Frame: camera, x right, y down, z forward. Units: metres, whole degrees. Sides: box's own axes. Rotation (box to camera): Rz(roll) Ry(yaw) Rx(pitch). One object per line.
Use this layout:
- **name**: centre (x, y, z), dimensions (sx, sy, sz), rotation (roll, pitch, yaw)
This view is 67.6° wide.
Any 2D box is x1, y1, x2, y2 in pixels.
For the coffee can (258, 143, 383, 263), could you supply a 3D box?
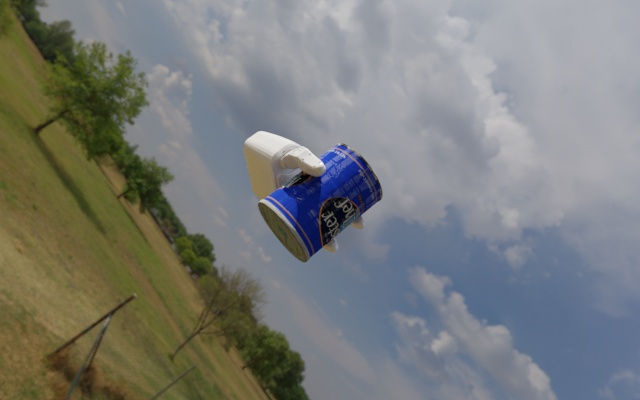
- **coffee can**: centre (0.000, 0.002, 0.659), dimensions (0.140, 0.103, 0.103), rotation (-38, 13, -17)
